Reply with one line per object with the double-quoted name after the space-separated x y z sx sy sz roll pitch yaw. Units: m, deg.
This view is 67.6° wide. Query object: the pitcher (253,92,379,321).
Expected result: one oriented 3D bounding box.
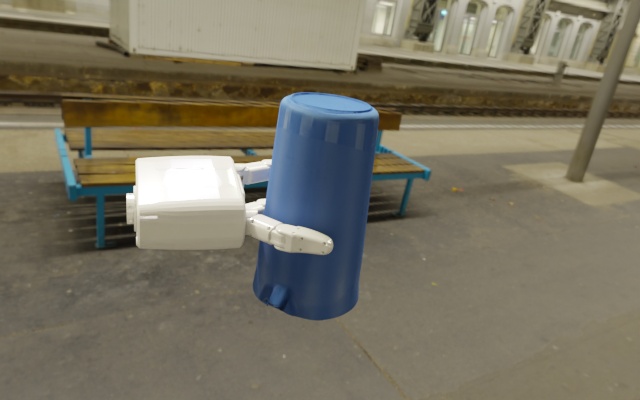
0.000 0.002 0.565 0.145 0.243 0.149 0 24 -19 "pitcher"
